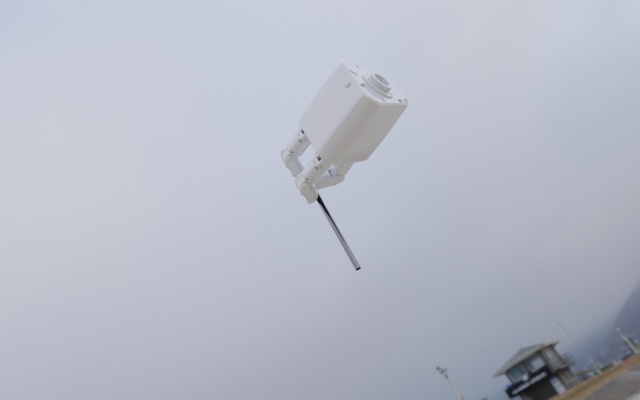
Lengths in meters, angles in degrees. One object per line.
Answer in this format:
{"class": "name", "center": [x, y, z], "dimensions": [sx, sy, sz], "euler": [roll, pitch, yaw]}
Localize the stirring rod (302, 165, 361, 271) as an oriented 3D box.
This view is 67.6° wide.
{"class": "stirring rod", "center": [0.000, 0.002, 0.700], "dimensions": [0.011, 0.239, 0.011], "euler": [-21, -33, -14]}
